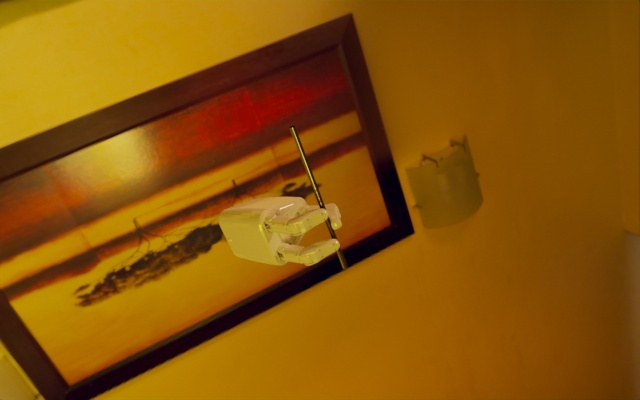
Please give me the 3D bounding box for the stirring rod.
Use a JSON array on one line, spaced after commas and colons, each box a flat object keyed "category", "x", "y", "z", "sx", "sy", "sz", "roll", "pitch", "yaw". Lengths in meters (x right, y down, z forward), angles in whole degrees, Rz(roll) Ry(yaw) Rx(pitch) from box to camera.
[{"category": "stirring rod", "x": 0.000, "y": 0.002, "z": 0.699, "sx": 0.011, "sy": 0.240, "sz": 0.011, "roll": -17, "pitch": 25, "yaw": 8}]
